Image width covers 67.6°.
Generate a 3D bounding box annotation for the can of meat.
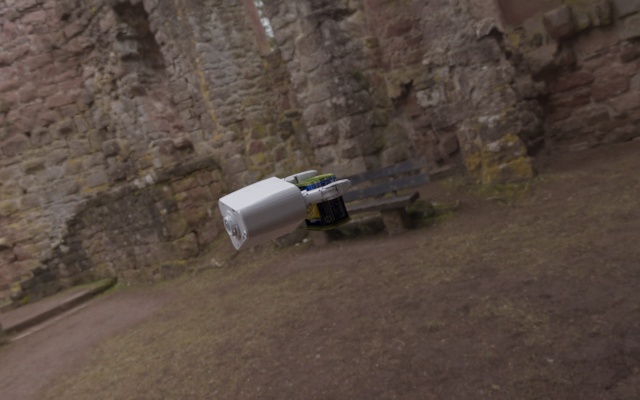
[{"bbox_3d":[0.000,0.002,0.816,0.057,0.084,0.102,-22,7,-22],"label":"can of meat"}]
